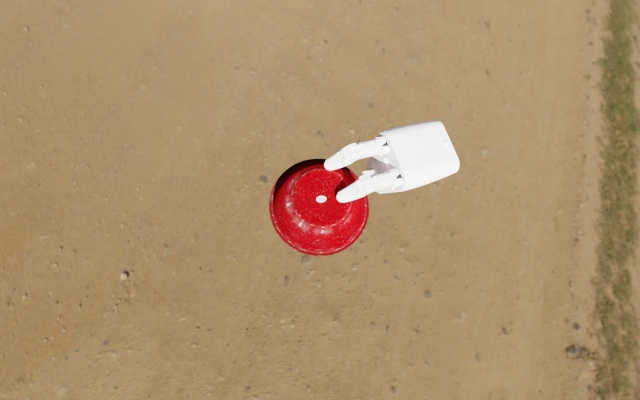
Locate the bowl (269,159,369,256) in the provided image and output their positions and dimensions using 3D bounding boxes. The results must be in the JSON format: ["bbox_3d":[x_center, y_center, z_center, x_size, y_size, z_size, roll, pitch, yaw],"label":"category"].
[{"bbox_3d":[-0.001,0.003,0.740,0.162,0.162,0.055,0,-15,-4],"label":"bowl"}]
